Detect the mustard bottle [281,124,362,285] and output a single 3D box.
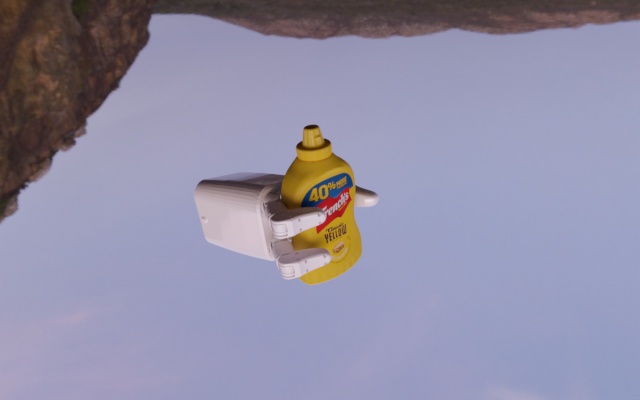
[{"bbox_3d":[0.000,0.002,0.575,0.096,0.192,0.058,-24,32,-29],"label":"mustard bottle"}]
